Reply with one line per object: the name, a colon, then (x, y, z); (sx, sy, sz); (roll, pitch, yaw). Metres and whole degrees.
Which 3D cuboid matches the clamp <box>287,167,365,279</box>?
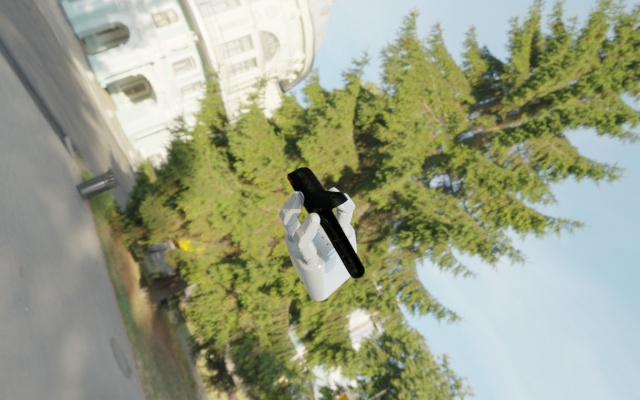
clamp: (0.001, 0.002, 0.729); (0.036, 0.165, 0.210); (-26, 49, -13)
